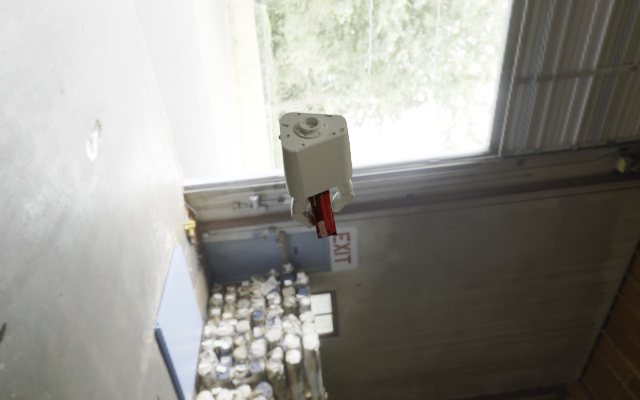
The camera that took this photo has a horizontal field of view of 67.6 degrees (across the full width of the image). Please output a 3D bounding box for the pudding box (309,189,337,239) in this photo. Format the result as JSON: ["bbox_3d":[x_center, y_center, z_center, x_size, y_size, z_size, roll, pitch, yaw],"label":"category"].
[{"bbox_3d":[0.000,0.003,0.844,0.039,0.090,0.113,-10,22,1],"label":"pudding box"}]
